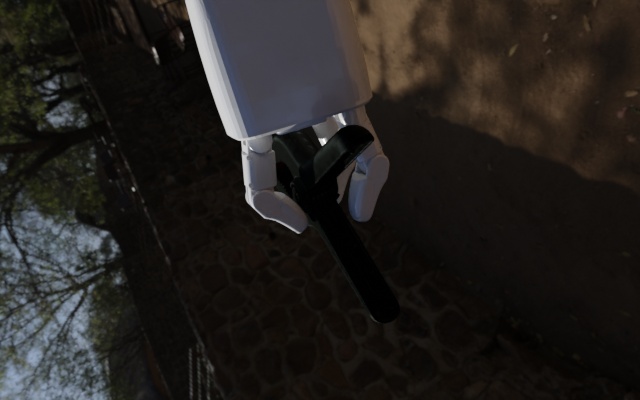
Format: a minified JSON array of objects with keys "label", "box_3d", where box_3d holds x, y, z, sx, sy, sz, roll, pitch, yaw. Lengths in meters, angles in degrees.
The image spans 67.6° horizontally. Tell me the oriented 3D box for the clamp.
[{"label":"clamp","box_3d":[-0.001,0.001,0.414,0.036,0.165,0.210,-22,24,-18]}]
